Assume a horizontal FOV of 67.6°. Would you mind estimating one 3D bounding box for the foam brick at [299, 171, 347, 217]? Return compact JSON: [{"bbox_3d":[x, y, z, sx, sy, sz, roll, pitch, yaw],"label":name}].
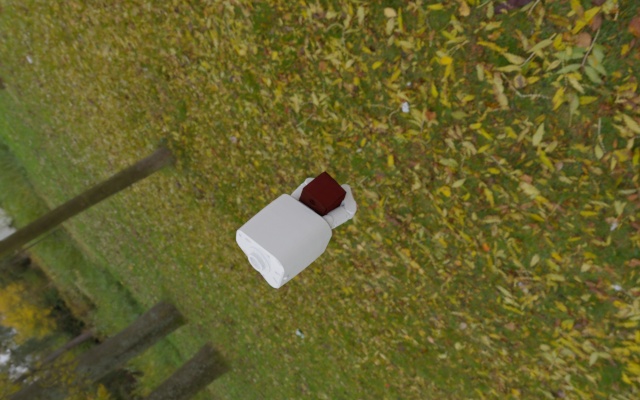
[{"bbox_3d":[0.000,0.002,0.780,0.051,0.053,0.078,-37,-18,-30],"label":"foam brick"}]
